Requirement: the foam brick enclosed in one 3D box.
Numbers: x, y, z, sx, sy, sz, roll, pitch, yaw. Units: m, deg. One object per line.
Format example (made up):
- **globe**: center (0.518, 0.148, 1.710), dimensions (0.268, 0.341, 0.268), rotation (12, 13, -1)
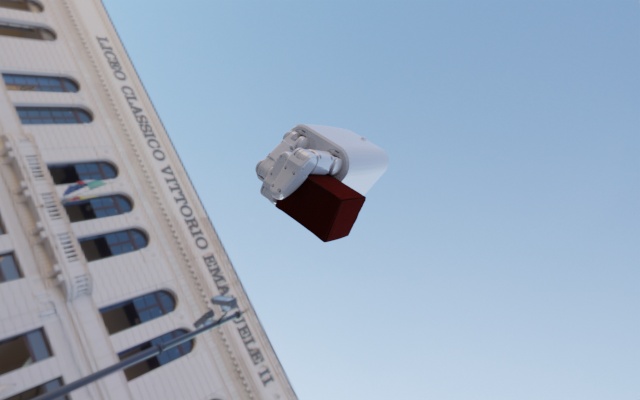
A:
- **foam brick**: center (0.000, 0.002, 0.526), dimensions (0.078, 0.053, 0.051), rotation (35, 22, 29)
